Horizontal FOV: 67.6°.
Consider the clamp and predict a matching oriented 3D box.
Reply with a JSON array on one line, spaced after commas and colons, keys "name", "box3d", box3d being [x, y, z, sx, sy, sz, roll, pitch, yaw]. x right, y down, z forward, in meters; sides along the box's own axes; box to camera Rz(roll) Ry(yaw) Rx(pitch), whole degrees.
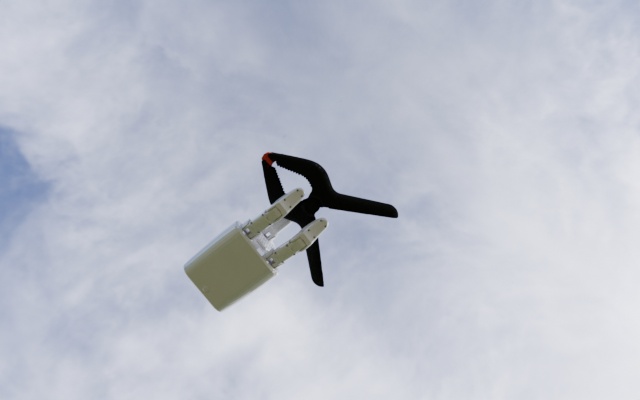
[{"name": "clamp", "box3d": [0.000, 0.002, 0.699, 0.164, 0.210, 0.036, -37, 8, 4]}]
